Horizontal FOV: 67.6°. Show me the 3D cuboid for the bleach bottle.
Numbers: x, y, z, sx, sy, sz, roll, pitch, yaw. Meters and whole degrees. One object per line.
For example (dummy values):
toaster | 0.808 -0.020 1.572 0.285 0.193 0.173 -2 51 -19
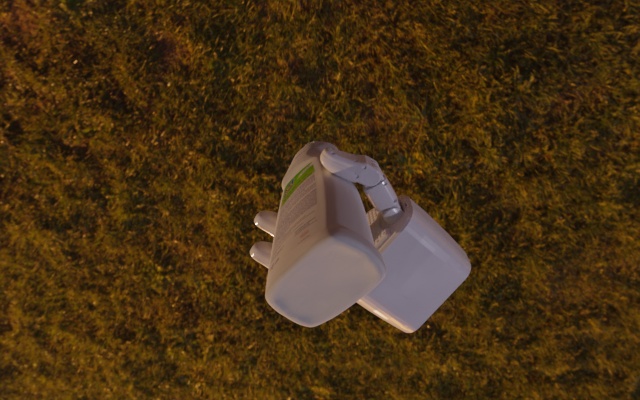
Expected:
bleach bottle | 0.000 0.002 0.482 0.068 0.102 0.250 38 25 -22
